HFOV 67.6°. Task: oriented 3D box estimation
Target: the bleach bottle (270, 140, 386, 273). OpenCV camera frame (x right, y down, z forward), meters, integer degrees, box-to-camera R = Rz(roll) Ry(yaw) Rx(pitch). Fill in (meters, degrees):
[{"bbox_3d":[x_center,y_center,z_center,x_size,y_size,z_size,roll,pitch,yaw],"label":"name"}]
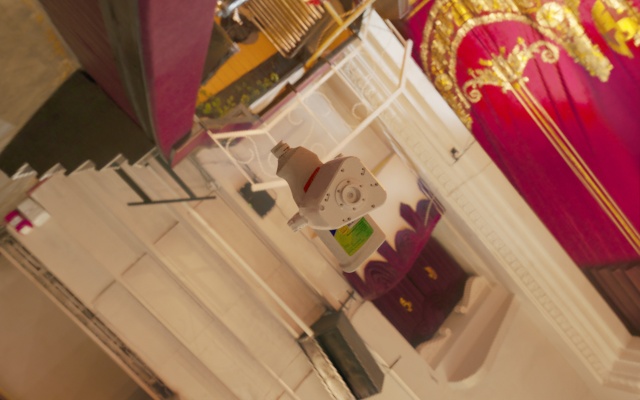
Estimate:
[{"bbox_3d":[0.000,0.003,0.840,0.102,0.251,0.068,-44,10,-12],"label":"bleach bottle"}]
